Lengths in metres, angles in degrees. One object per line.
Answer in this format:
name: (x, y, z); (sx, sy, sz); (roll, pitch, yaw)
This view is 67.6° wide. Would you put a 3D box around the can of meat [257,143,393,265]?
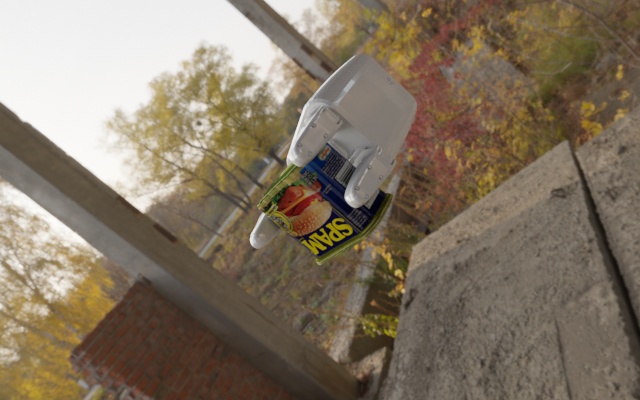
can of meat: (0.000, 0.001, 0.431); (0.084, 0.057, 0.102); (41, -38, -9)
